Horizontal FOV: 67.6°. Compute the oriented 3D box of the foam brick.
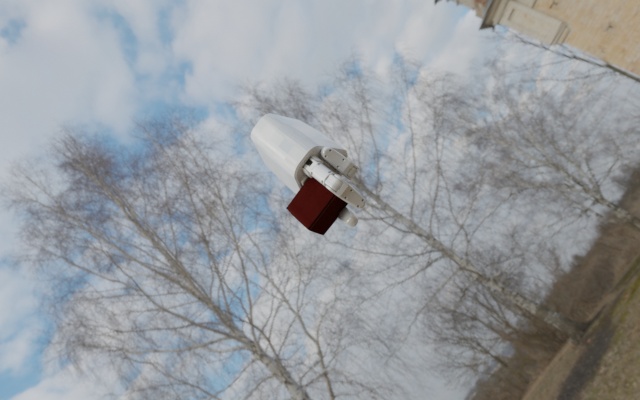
[{"bbox_3d":[0.000,0.002,0.683,0.051,0.078,0.053,39,3,26],"label":"foam brick"}]
